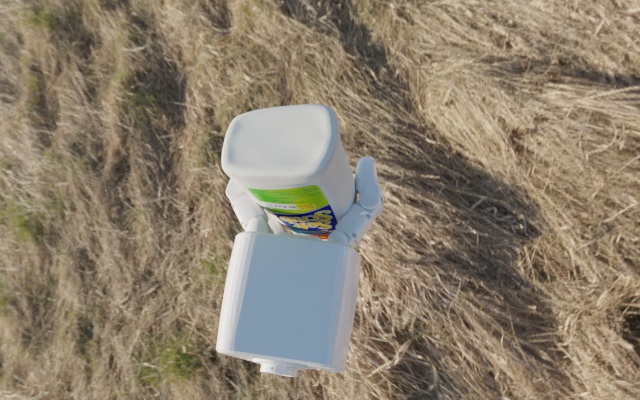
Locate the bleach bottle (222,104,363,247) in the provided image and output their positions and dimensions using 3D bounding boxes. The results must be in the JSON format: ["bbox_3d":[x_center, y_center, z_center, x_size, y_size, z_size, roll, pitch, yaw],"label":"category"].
[{"bbox_3d":[0.000,0.002,0.486,0.102,0.068,0.251,-1,-24,19],"label":"bleach bottle"}]
